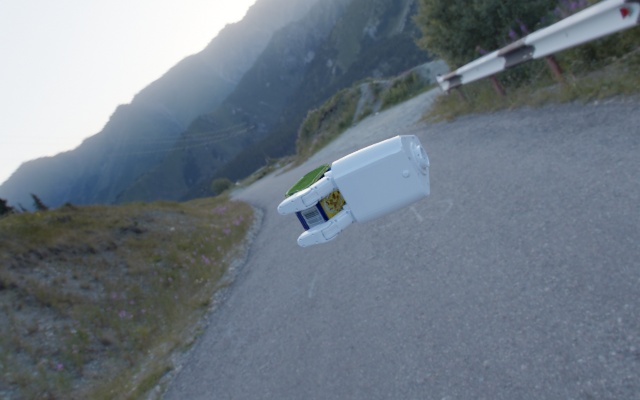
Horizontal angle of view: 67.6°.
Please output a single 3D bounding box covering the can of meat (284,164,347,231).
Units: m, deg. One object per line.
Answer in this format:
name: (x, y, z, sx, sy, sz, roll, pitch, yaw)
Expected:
can of meat: (0.000, 0.002, 0.717, 0.057, 0.084, 0.102, -22, 16, 30)
